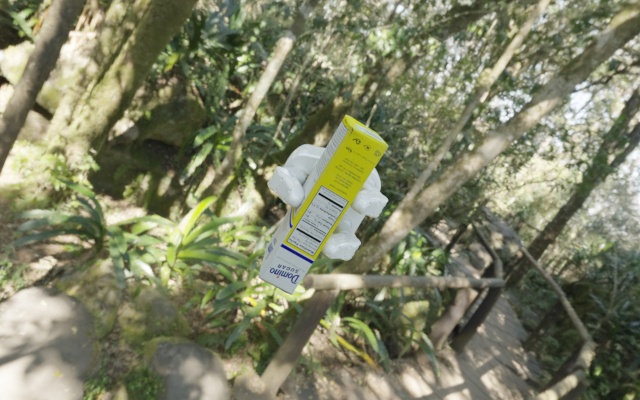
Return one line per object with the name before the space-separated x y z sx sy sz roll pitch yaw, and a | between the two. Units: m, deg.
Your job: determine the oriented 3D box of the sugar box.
sugar box | 0.001 0.002 0.493 0.048 0.176 0.093 28 14 -8
